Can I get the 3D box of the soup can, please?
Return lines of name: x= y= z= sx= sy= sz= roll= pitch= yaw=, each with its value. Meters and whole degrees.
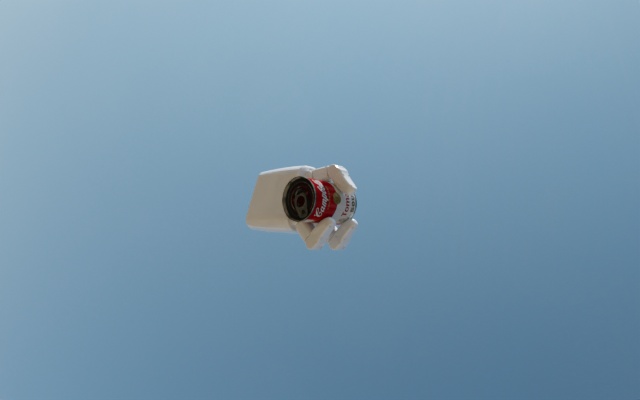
soup can: x=0.001 y=0.002 z=0.740 sx=0.068 sy=0.068 sz=0.102 roll=0 pitch=-5 yaw=41
